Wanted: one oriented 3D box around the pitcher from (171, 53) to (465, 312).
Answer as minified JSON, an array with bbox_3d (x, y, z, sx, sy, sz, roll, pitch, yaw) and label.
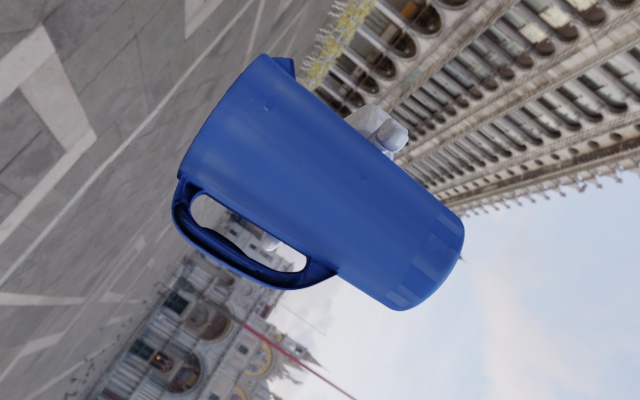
[{"bbox_3d":[0.000,0.001,0.430,0.243,0.149,0.145,36,26,-8],"label":"pitcher"}]
